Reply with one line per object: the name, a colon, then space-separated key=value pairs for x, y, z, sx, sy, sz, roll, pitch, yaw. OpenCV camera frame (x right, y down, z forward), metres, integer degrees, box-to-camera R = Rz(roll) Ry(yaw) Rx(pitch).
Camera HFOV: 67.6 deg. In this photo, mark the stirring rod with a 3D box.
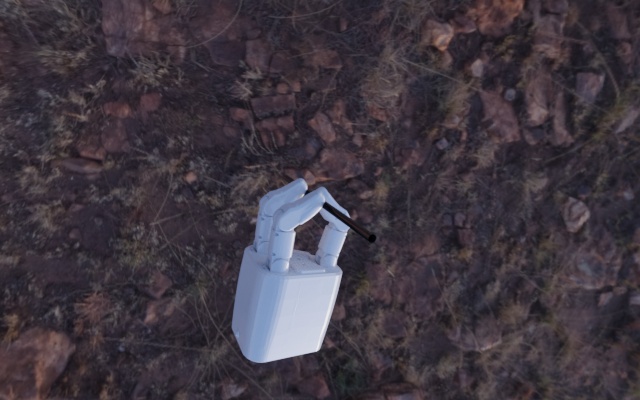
stirring rod: x=0.000 y=0.002 z=0.525 sx=0.011 sy=0.011 sz=0.239 roll=0 pitch=15 yaw=-23
